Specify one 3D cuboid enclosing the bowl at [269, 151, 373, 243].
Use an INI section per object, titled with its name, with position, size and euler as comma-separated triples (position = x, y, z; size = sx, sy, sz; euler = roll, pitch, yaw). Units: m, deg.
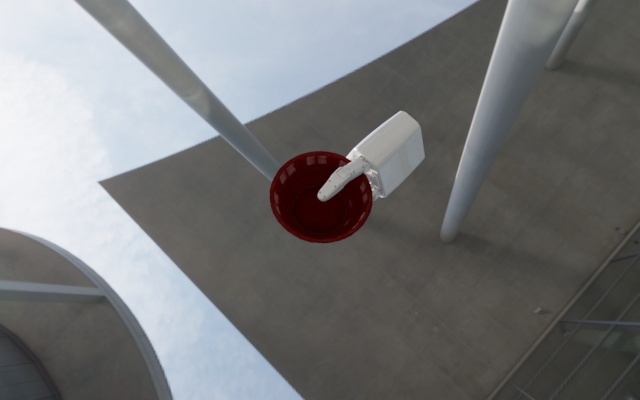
[bowl]
position = -0.001, 0.003, 0.767
size = 0.162, 0.162, 0.055
euler = 0, -26, -4
